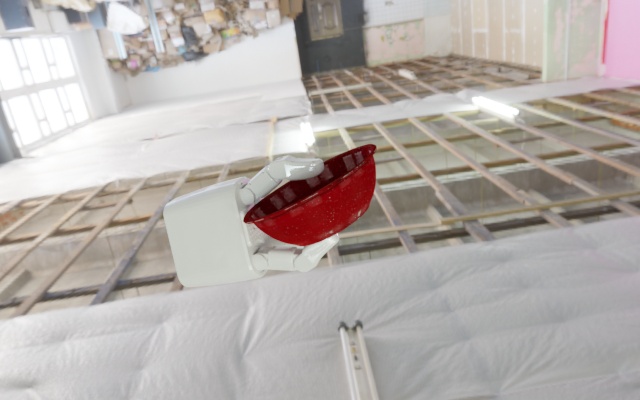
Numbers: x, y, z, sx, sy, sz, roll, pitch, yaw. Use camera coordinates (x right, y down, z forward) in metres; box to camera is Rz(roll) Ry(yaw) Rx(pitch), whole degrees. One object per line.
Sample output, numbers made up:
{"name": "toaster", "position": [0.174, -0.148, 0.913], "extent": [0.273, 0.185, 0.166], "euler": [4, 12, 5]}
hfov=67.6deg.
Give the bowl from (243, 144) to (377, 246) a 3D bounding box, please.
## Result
{"name": "bowl", "position": [0.001, 0.002, 0.513], "extent": [0.162, 0.055, 0.162], "euler": [-29, 11, 6]}
